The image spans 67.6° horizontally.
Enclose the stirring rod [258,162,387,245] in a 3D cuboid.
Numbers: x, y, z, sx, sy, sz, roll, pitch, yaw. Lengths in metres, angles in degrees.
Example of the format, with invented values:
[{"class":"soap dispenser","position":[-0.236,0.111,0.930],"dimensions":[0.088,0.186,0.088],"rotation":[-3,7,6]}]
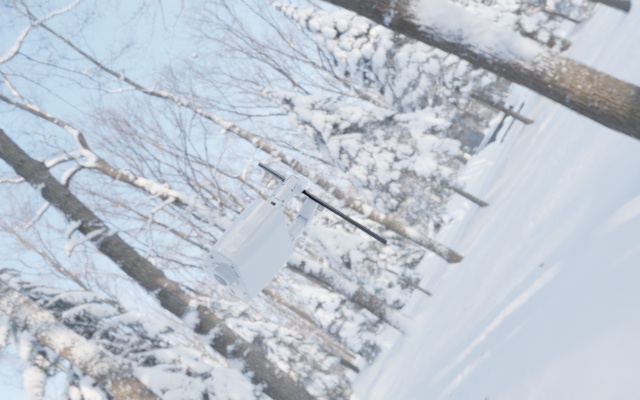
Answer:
[{"class":"stirring rod","position":[0.000,0.003,0.749],"dimensions":[0.239,0.011,0.011],"rotation":[32,8,13]}]
